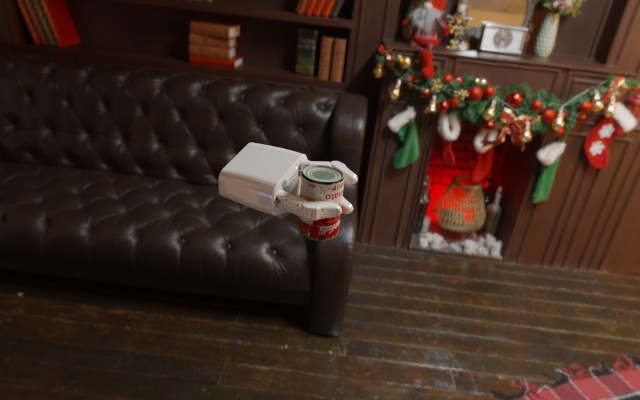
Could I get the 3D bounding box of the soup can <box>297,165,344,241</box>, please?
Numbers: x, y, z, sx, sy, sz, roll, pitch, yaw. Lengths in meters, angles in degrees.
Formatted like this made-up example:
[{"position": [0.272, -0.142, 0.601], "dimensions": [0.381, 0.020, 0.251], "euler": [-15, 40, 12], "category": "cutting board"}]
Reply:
[{"position": [0.001, 0.002, 0.754], "dimensions": [0.068, 0.102, 0.068], "euler": [4, 27, -2], "category": "soup can"}]
